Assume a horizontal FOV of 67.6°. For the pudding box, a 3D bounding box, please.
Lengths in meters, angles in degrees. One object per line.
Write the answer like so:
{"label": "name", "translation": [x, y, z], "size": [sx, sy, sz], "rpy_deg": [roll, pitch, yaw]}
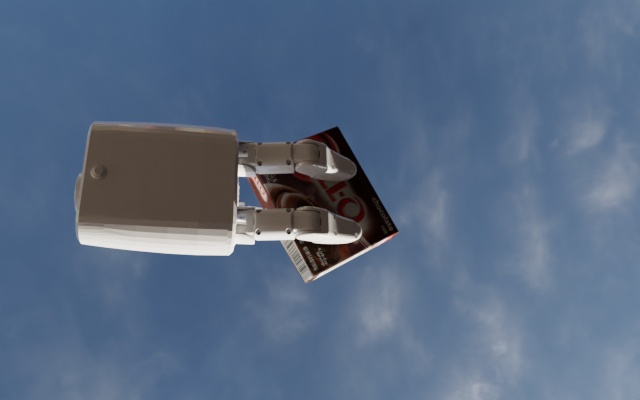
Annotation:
{"label": "pudding box", "translation": [0.000, 0.001, 0.413], "size": [0.090, 0.113, 0.039], "rpy_deg": [-25, -9, -25]}
